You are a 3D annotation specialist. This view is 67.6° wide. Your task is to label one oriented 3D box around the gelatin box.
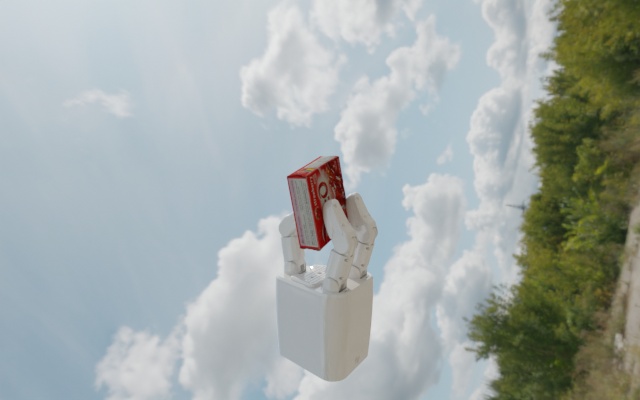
[{"bbox_3d":[0.000,0.001,0.540,0.030,0.089,0.073,2,22,32],"label":"gelatin box"}]
